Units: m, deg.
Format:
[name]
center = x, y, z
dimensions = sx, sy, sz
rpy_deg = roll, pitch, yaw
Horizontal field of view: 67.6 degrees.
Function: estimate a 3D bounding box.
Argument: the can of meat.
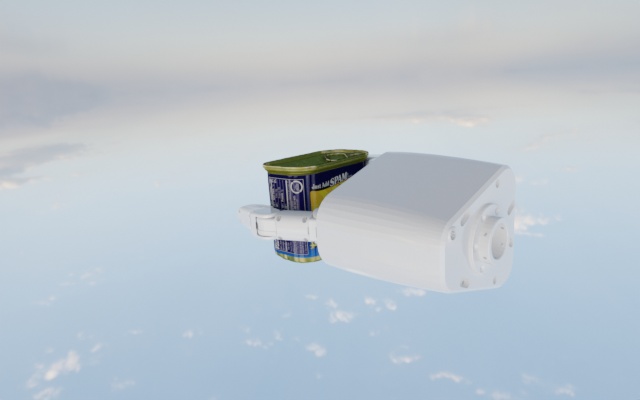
[can of meat]
center = 0.000, 0.002, 0.436
dimensions = 0.057, 0.084, 0.102
rpy_deg = 8, 18, 41
